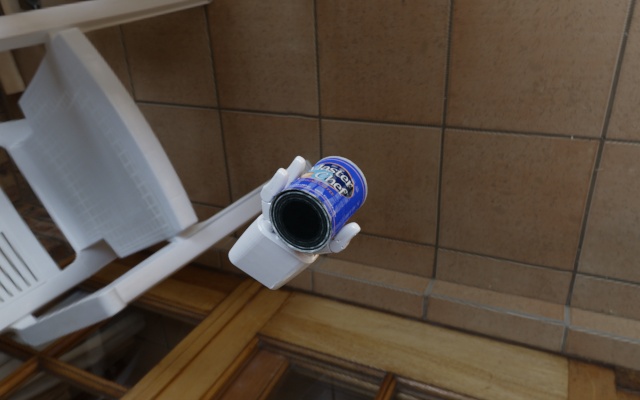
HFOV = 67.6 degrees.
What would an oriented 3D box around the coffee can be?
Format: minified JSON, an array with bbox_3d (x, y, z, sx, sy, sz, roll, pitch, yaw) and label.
[{"bbox_3d":[0.000,0.002,0.737,0.103,0.103,0.140,0,23,28],"label":"coffee can"}]
